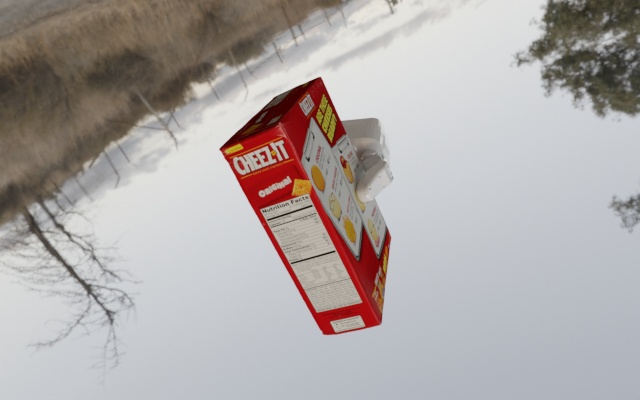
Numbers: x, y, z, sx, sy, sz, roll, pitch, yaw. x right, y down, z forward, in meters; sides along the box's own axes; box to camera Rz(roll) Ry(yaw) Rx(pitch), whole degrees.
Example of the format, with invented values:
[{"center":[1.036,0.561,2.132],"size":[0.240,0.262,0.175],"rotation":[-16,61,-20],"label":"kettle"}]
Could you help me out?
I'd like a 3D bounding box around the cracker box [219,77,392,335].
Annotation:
[{"center":[0.000,0.002,0.489],"size":[0.072,0.214,0.164],"rotation":[-19,21,21],"label":"cracker box"}]
